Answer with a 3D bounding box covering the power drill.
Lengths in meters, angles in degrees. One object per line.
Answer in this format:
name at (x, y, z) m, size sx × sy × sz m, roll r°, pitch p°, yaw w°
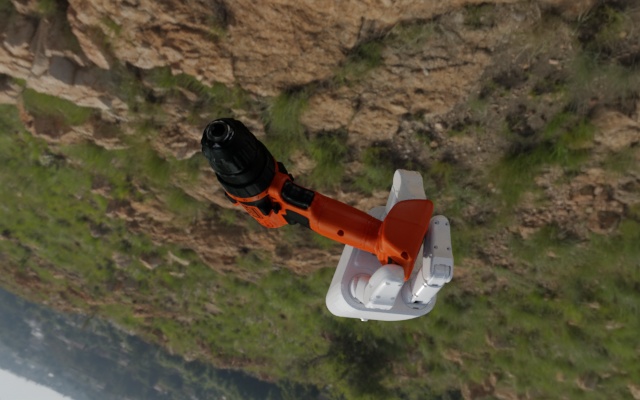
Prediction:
power drill at (0.000, 0.002, 0.417) m, size 0.187 × 0.057 × 0.184 m, roll 22°, pitch -13°, yaw 16°
